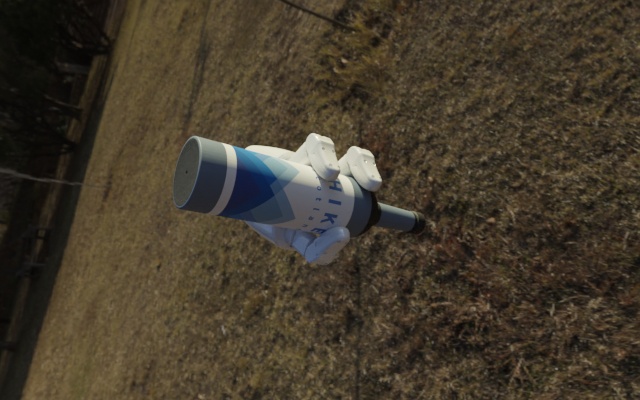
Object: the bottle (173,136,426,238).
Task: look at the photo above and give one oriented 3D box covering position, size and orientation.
[{"bbox_3d":[0.000,0.002,0.504,0.296,0.069,0.069,13,-7,-34],"label":"bottle"}]
